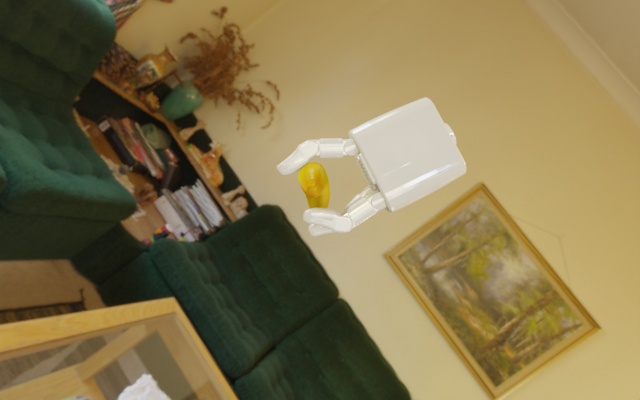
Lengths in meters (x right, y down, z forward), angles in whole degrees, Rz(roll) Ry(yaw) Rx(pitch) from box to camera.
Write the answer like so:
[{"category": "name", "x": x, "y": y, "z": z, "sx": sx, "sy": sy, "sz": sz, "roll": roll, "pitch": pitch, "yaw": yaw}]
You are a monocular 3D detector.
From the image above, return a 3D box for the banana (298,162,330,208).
[{"category": "banana", "x": -0.005, "y": -0.014, "z": 0.626, "sx": 0.037, "sy": 0.069, "sz": 0.198, "roll": -16, "pitch": -16, "yaw": 0}]
